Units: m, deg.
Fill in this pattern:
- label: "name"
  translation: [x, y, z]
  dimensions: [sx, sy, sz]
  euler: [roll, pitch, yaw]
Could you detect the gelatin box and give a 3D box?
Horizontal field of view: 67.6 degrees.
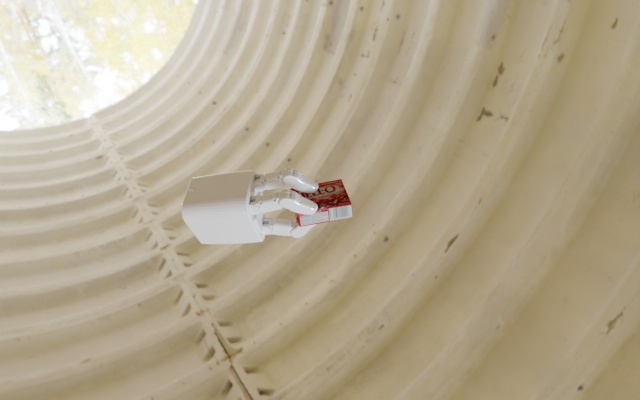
- label: "gelatin box"
  translation: [0.000, 0.003, 0.765]
  dimensions: [0.089, 0.030, 0.073]
  euler: [-10, 37, -6]
